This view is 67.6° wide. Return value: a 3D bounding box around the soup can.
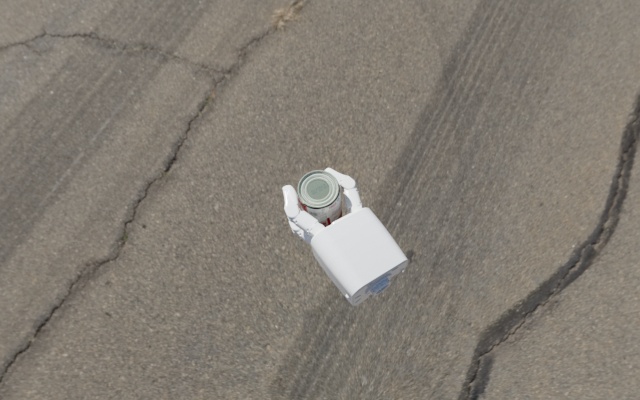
[{"bbox_3d":[0.000,0.002,0.780,0.068,0.068,0.102,0,-24,5],"label":"soup can"}]
